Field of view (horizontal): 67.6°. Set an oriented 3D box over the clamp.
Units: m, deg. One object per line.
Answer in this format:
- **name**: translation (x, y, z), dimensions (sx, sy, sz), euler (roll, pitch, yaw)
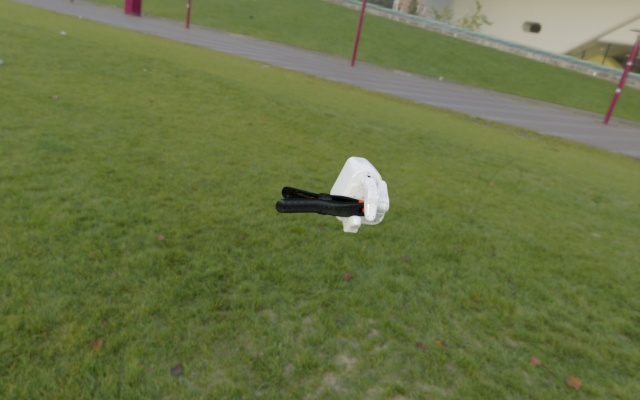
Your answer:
- **clamp**: translation (0.000, 0.002, 0.884), dimensions (0.171, 0.039, 0.120), euler (7, 20, -10)
